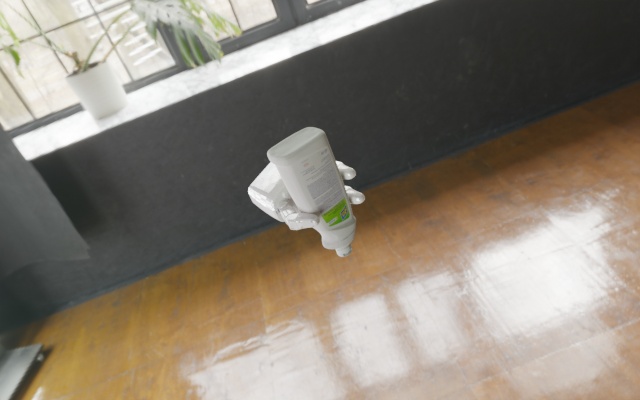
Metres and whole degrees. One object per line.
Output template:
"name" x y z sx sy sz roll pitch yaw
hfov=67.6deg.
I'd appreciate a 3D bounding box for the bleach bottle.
"bleach bottle" 0.000 0.003 0.841 0.102 0.251 0.068 -34 33 -20
